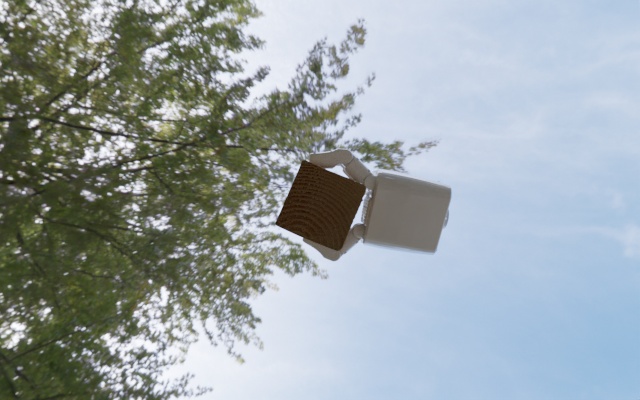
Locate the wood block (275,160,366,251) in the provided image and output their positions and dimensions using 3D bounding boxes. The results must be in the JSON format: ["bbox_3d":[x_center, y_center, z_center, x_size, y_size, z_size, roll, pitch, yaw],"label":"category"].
[{"bbox_3d":[0.000,0.003,0.687,0.090,0.091,0.206,23,2,-1],"label":"wood block"}]
